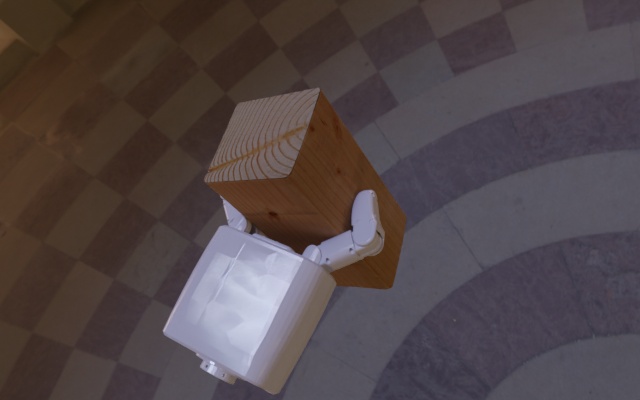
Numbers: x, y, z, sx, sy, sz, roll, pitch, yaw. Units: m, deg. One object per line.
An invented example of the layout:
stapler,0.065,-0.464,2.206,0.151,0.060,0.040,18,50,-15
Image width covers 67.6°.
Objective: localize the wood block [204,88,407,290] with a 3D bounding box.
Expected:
wood block,0.000,0.002,0.460,0.091,0.090,0.206,-2,-33,32
